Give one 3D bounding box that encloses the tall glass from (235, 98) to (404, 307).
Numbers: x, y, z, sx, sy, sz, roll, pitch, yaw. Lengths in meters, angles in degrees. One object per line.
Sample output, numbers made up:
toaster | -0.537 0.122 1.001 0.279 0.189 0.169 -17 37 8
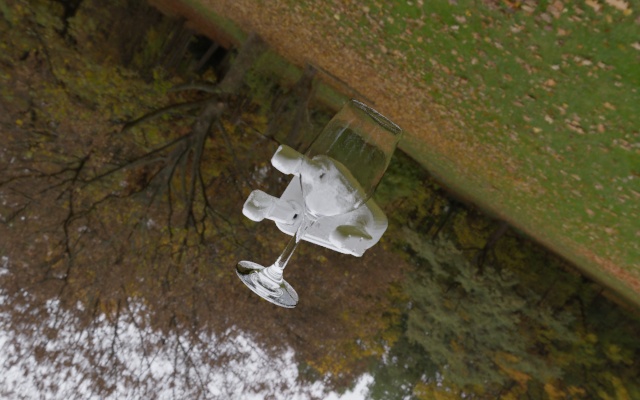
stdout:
tall glass | 0.000 0.002 0.469 0.079 0.201 0.079 32 8 -5
